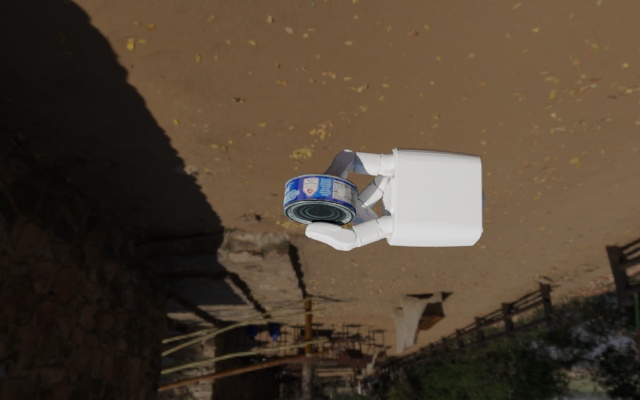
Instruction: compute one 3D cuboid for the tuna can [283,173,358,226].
[{"bbox_3d":[0.000,0.002,0.553,0.086,0.033,0.086,4,-22,2],"label":"tuna can"}]
